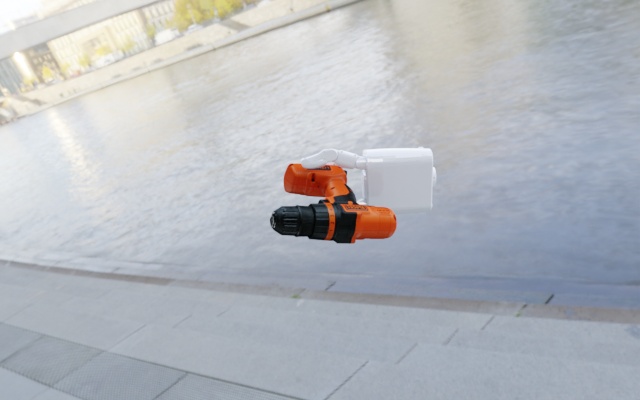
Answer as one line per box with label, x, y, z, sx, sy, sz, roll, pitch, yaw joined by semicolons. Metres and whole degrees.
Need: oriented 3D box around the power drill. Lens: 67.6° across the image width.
power drill;0.000;0.002;0.724;0.184;0.057;0.187;4;25;-21
